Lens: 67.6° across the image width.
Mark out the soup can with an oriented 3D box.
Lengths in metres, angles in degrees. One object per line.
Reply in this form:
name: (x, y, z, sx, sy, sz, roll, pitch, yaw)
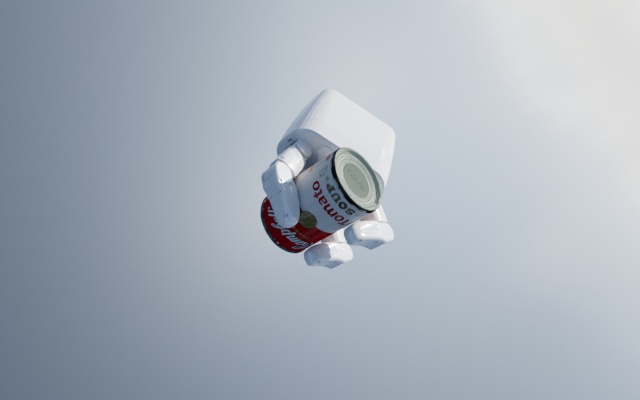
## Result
soup can: (0.000, 0.002, 0.461, 0.102, 0.068, 0.068, -31, -19, 35)
